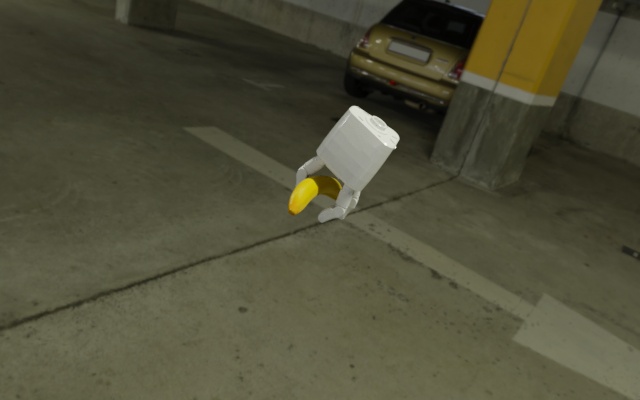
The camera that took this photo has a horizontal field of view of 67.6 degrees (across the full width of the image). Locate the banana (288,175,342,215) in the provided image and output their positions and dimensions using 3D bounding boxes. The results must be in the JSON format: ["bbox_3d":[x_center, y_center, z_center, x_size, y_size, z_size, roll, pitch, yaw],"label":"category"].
[{"bbox_3d":[-0.005,-0.014,0.901,0.037,0.069,0.198,-29,-12,31],"label":"banana"}]
